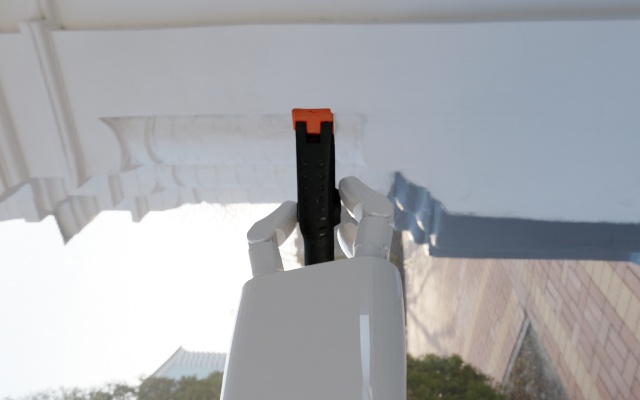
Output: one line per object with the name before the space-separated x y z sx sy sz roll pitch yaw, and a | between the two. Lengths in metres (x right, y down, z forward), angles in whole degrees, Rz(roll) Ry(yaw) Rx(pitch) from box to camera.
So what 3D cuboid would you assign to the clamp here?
clamp | -0.001 0.001 0.409 0.036 0.210 0.164 0 43 4
